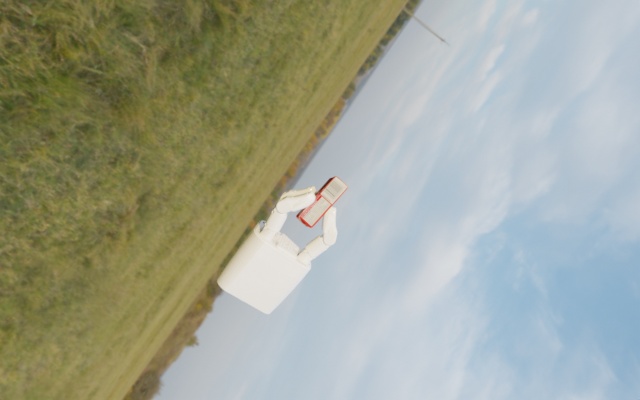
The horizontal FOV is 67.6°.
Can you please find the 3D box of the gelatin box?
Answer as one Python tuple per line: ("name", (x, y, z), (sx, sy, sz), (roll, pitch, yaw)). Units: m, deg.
("gelatin box", (0.001, 0.003, 0.761), (0.030, 0.089, 0.073), (42, -4, -4))
